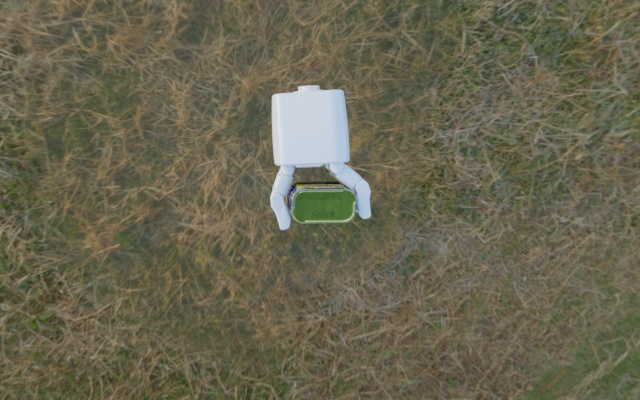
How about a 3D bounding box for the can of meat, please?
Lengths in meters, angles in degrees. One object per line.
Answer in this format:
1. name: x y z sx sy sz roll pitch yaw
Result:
1. can of meat: 0.000 0.003 0.738 0.102 0.057 0.084 -1 8 -8
